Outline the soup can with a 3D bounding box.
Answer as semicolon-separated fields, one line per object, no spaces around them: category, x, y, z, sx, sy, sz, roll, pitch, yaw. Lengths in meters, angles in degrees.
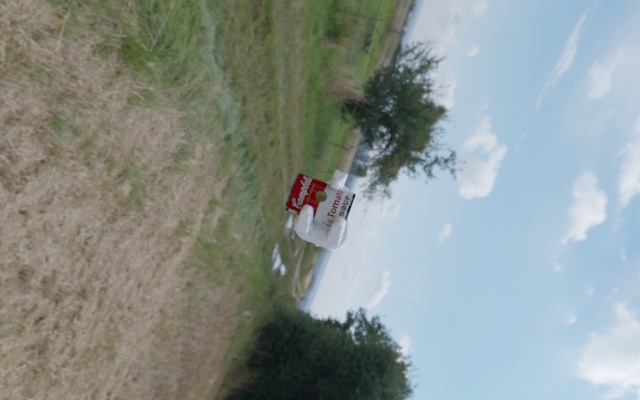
soup can;0.000;0.002;0.791;0.102;0.068;0.068;21;1;4
